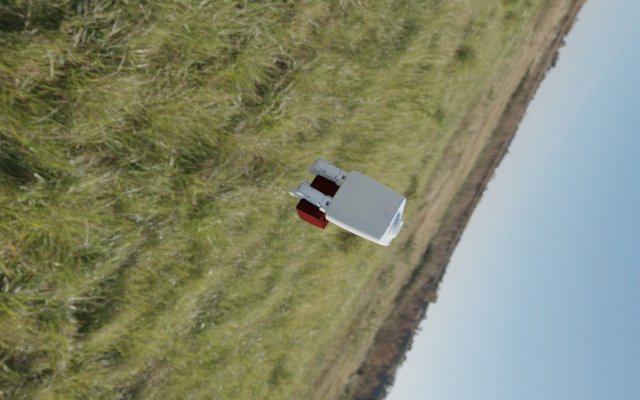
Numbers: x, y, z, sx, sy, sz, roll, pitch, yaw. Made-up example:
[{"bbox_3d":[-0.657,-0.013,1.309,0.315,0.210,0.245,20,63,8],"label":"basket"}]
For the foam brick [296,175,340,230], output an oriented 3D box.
[{"bbox_3d":[0.000,0.003,0.857,0.051,0.078,0.053,27,-16,20],"label":"foam brick"}]
